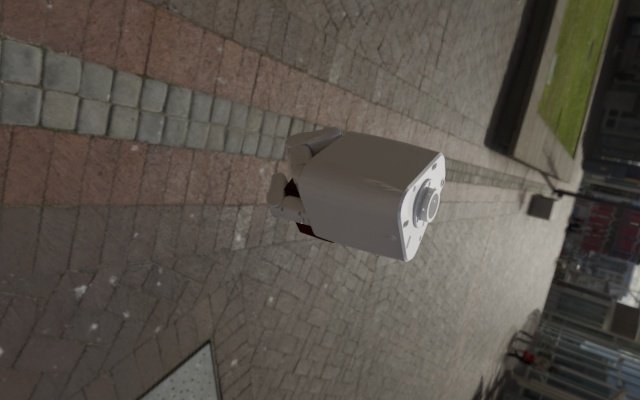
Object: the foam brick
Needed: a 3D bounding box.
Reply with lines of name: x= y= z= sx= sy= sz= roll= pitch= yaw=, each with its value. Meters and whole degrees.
foam brick: x=0.000 y=0.002 z=0.554 sx=0.051 sy=0.053 sz=0.078 roll=16 pitch=-36 yaw=29
